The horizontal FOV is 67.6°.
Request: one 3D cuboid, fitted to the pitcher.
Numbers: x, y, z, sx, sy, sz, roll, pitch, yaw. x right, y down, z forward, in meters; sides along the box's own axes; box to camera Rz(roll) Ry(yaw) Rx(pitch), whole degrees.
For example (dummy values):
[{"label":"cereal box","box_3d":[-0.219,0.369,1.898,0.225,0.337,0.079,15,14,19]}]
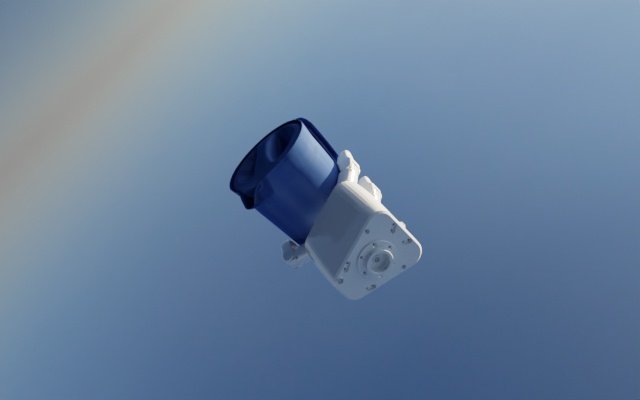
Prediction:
[{"label":"pitcher","box_3d":[0.000,0.002,0.703,0.243,0.149,0.145,45,0,-26]}]
